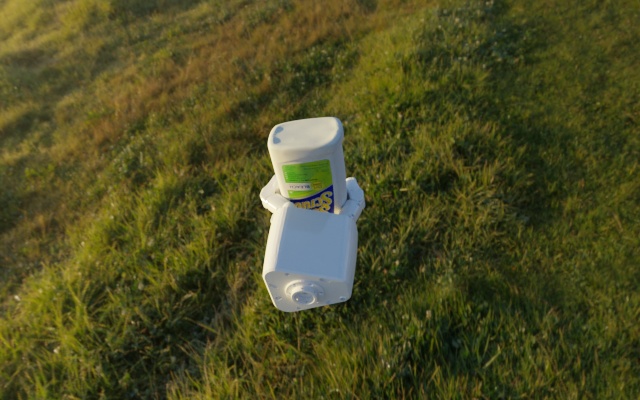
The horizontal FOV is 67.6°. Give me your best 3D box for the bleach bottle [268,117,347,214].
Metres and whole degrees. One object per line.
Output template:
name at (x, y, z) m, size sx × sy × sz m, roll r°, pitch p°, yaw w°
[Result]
bleach bottle at (0.000, 0.002, 0.699) m, size 0.102 × 0.251 × 0.068 m, roll -5°, pitch 43°, yaw 10°
